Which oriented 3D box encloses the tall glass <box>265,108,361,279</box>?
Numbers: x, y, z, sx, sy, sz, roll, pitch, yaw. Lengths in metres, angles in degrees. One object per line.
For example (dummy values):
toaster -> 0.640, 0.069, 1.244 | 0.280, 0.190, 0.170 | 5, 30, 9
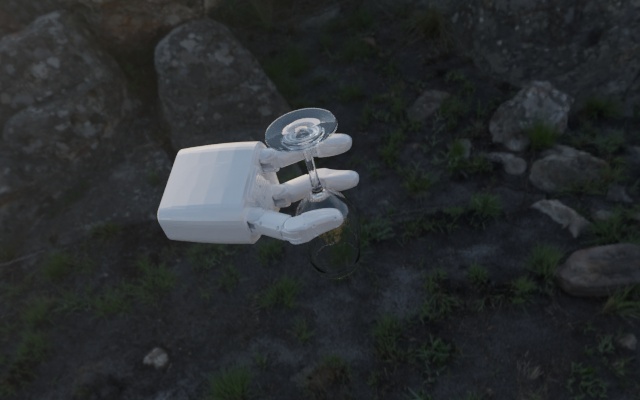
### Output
tall glass -> 0.000, 0.001, 0.536 | 0.079, 0.201, 0.079 | -9, 41, 8
